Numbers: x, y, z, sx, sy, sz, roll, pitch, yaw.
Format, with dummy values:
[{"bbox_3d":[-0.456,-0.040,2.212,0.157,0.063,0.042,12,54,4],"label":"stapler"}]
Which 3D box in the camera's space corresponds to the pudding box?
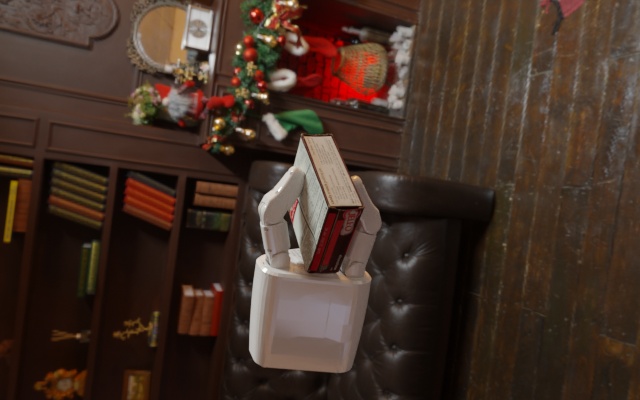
[{"bbox_3d":[0.000,0.002,0.472,0.039,0.090,0.113,0,43,-22],"label":"pudding box"}]
